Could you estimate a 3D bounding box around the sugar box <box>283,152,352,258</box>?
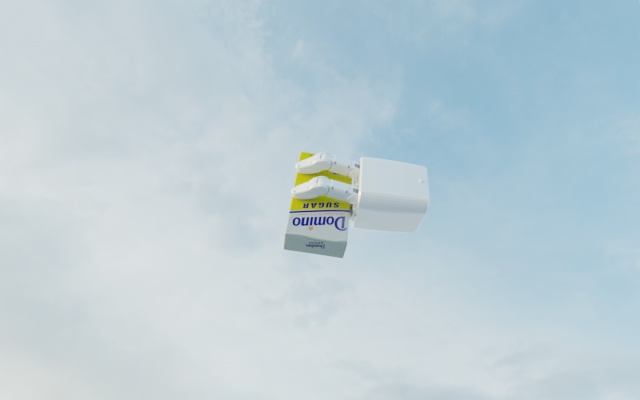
[{"bbox_3d":[0.000,0.002,0.750,0.093,0.176,0.048,8,-44,-2],"label":"sugar box"}]
